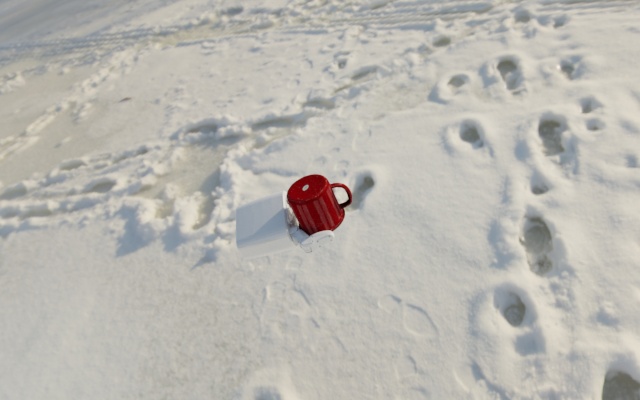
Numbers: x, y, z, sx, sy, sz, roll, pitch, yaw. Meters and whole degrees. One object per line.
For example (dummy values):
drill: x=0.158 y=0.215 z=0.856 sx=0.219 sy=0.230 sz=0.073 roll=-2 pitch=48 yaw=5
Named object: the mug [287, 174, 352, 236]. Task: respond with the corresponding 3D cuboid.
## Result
mug: x=0.001 y=0.002 z=0.870 sx=0.117 sy=0.081 sz=0.093 roll=-18 pitch=36 yaw=10
